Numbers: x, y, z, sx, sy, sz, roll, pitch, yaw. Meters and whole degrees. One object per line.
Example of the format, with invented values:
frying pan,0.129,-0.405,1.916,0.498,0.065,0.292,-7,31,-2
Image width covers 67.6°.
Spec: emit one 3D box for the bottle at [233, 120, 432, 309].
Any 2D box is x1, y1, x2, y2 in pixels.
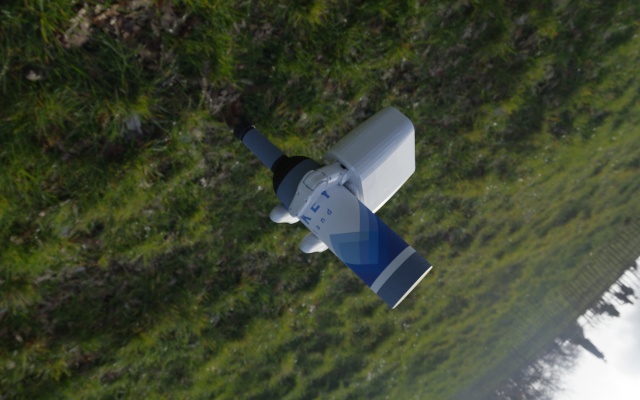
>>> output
bottle,0.000,0.002,0.577,0.295,0.069,0.069,43,15,16
